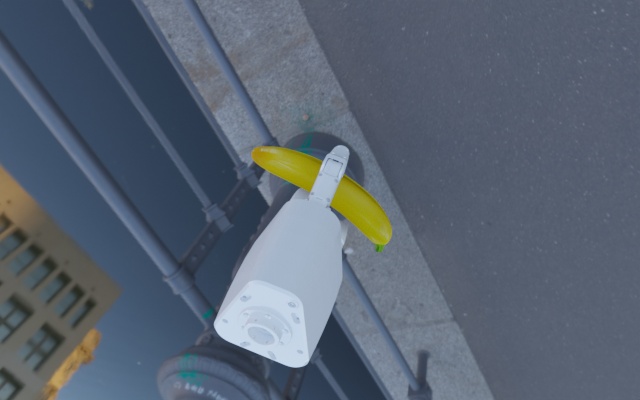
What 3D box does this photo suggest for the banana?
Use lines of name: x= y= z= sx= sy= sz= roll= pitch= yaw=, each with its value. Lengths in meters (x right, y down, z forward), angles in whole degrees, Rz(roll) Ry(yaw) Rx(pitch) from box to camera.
banana: x=0.013 y=-0.004 z=0.529 sx=0.198 sy=0.037 sz=0.070 roll=39 pitch=-43 yaw=-14
